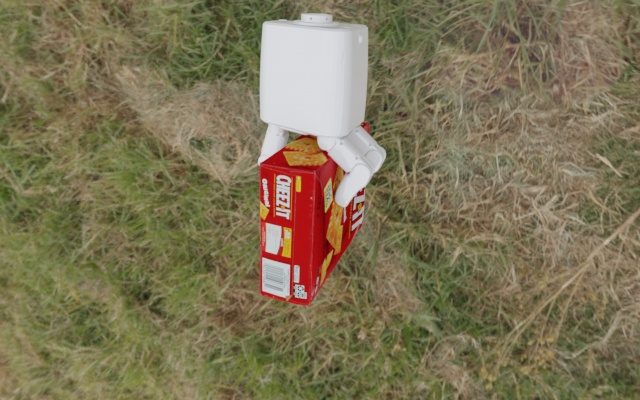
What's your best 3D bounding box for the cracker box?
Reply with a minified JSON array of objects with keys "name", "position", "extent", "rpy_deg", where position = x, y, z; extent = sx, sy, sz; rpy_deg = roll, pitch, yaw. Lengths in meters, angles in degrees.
[{"name":"cracker box","position":[0.000,0.002,0.592],"extent":[0.072,0.164,0.213],"rpy_deg":[11,25,18]}]
